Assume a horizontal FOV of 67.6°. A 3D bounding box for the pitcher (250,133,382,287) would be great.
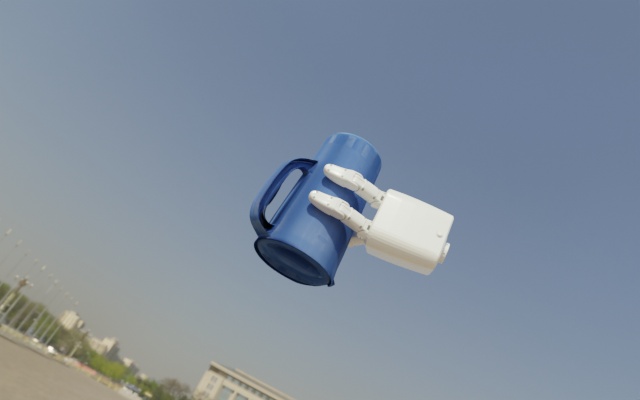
[{"bbox_3d":[0.000,0.003,0.764,0.145,0.242,0.149,21,-29,14],"label":"pitcher"}]
